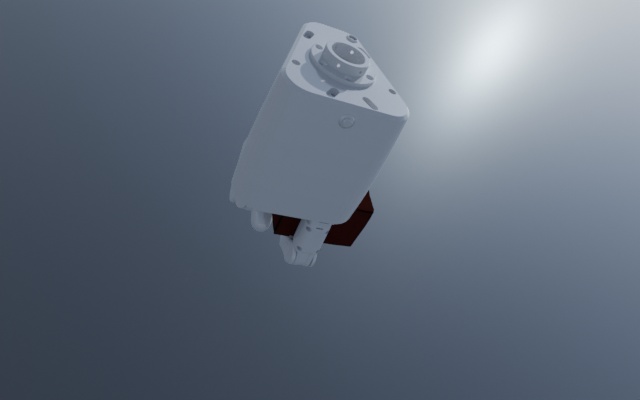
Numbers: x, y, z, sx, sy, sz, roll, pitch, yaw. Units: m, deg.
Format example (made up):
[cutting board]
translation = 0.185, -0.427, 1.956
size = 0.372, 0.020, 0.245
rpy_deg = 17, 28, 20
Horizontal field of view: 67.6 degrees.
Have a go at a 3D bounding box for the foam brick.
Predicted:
[foam brick]
translation = 0.000, 0.001, 0.427
size = 0.078, 0.053, 0.051
rpy_deg = 11, -47, -21
